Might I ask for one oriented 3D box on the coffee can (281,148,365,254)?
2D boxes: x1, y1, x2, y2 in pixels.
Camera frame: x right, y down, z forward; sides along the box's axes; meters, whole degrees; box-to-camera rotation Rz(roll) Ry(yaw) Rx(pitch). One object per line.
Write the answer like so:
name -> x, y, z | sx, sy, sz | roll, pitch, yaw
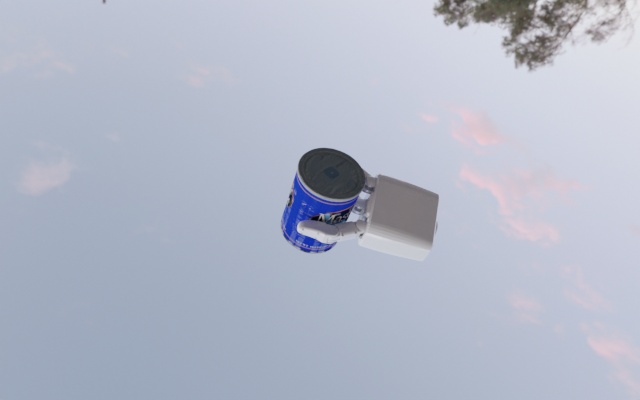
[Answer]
coffee can -> 0.000, 0.002, 0.749 | 0.103, 0.102, 0.140 | 0, -39, -18
